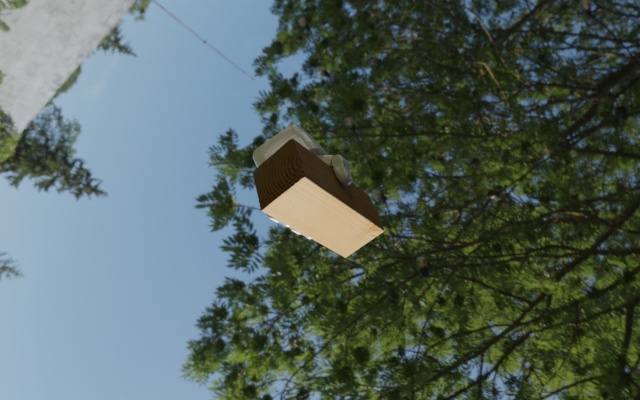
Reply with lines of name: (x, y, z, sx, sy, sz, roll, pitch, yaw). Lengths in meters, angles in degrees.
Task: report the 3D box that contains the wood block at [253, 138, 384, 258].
wood block: (0.000, 0.002, 0.775, 0.091, 0.090, 0.206, -38, -45, 21)
